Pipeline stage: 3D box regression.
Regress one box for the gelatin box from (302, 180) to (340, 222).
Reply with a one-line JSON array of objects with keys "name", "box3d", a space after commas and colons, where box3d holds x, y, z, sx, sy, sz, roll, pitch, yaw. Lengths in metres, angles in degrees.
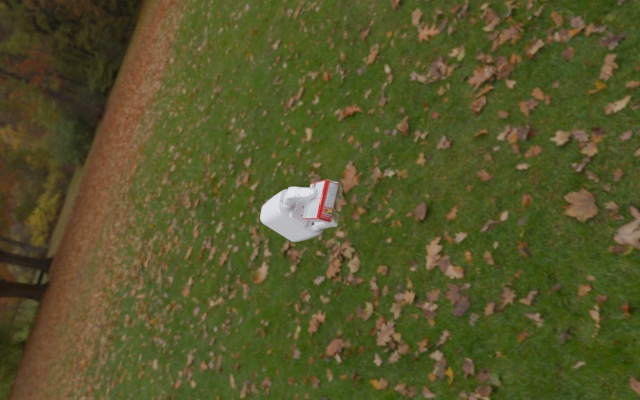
[{"name": "gelatin box", "box3d": [0.000, 0.003, 0.888, 0.030, 0.073, 0.089, 16, -8, -19]}]
